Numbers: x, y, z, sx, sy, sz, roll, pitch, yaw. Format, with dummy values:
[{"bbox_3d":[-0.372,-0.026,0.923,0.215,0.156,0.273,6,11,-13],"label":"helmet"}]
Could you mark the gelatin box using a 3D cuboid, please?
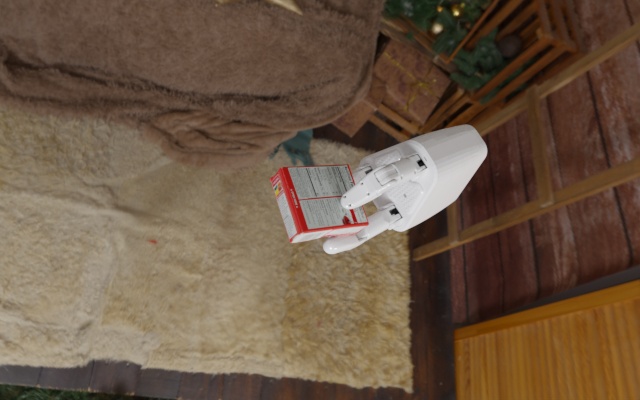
[{"bbox_3d":[0.000,0.001,0.496,0.089,0.073,0.030,-5,-23,-36],"label":"gelatin box"}]
